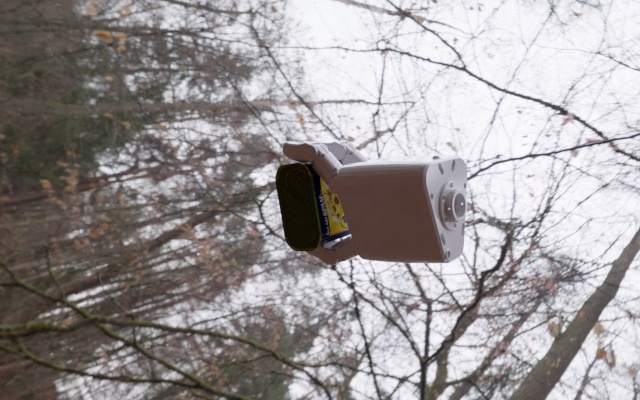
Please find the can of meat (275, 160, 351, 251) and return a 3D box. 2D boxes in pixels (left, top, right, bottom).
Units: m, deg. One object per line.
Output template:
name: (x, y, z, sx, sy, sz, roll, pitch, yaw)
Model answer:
can of meat: (0.000, 0.002, 0.574, 0.057, 0.102, 0.084, -5, 6, 43)
